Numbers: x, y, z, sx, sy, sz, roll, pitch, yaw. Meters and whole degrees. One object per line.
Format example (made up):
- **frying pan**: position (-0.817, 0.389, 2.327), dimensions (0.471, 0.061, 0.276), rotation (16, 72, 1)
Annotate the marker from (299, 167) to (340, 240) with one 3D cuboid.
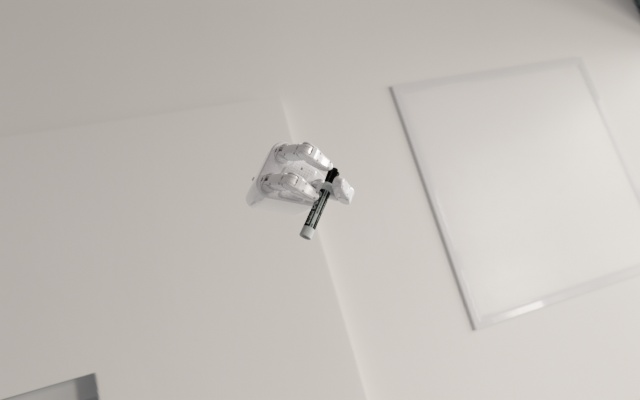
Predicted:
- **marker**: position (0.000, 0.002, 0.720), dimensions (0.020, 0.121, 0.020), rotation (21, -21, 8)
